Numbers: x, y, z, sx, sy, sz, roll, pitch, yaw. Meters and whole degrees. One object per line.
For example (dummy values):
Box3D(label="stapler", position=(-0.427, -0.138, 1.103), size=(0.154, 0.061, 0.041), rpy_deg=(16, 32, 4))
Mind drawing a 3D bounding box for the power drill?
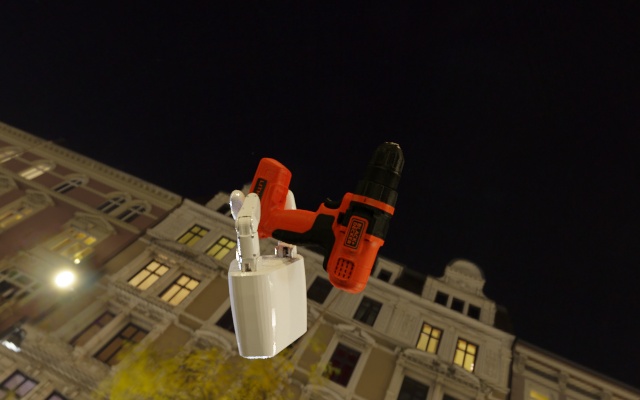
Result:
Box3D(label="power drill", position=(0.000, 0.002, 0.598), size=(0.187, 0.184, 0.057), rpy_deg=(16, -7, 30))
